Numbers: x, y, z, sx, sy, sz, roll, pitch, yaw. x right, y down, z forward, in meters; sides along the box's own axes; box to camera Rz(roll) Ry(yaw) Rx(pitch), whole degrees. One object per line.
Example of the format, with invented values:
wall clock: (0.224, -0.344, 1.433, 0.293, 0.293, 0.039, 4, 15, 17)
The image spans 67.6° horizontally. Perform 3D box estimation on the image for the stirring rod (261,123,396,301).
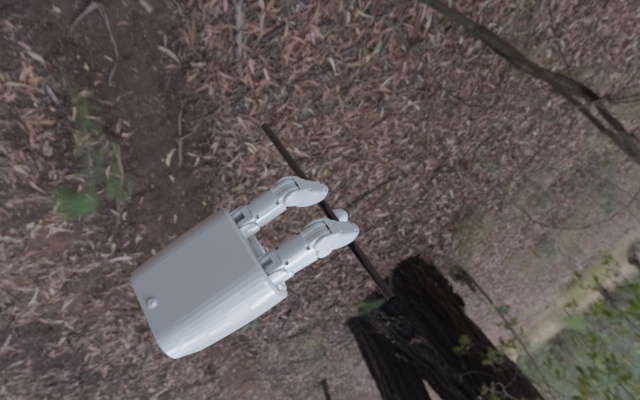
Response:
stirring rod: (0.000, 0.002, 0.478, 0.011, 0.239, 0.011, -27, -29, -17)
